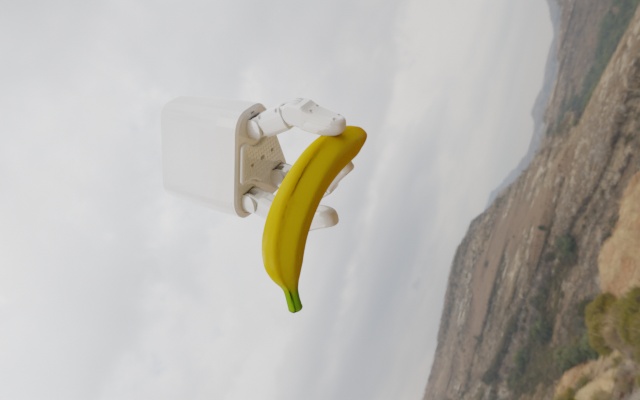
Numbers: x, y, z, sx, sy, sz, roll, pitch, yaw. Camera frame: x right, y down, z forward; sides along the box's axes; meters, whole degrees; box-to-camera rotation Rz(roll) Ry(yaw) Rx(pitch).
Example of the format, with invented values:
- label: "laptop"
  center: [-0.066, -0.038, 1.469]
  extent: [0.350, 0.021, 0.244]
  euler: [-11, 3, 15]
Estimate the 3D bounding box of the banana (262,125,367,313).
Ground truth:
- label: "banana"
  center: [-0.007, -0.006, 0.422]
  extent: [0.037, 0.197, 0.070]
  euler: [9, -30, 27]
